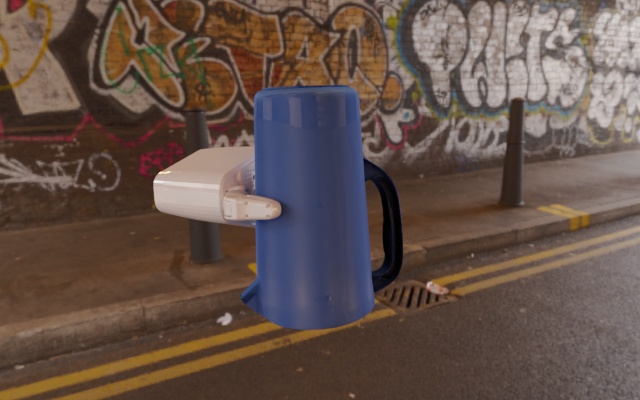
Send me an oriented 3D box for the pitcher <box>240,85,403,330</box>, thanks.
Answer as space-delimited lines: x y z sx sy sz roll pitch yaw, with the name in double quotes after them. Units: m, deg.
0.000 0.002 0.516 0.145 0.243 0.149 4 13 28 "pitcher"
